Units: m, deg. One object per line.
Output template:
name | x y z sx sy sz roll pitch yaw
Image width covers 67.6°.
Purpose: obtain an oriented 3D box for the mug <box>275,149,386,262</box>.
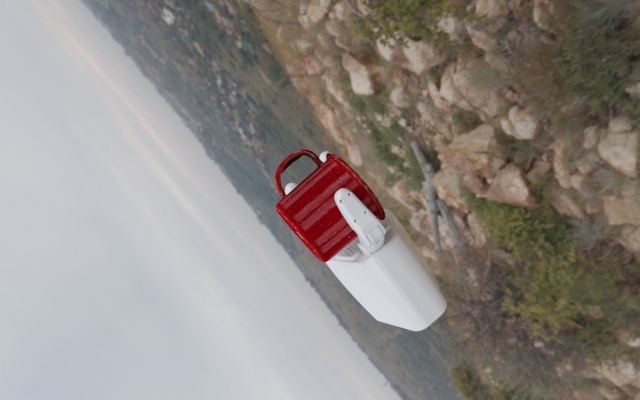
mug | -0.001 0.001 0.500 0.081 0.117 0.093 -41 12 -7
